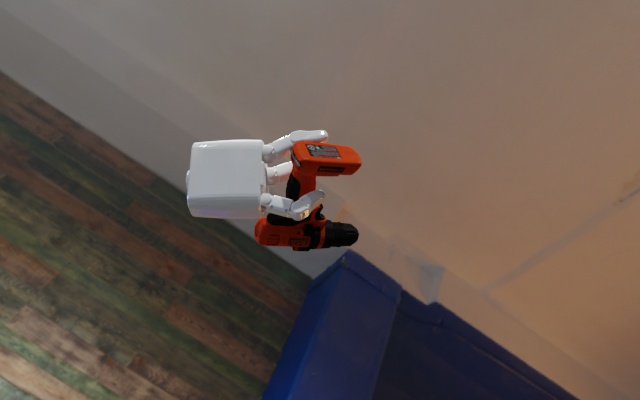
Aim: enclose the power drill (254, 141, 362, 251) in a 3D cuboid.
[{"bbox_3d":[0.000,0.002,0.762,0.184,0.188,0.057,3,35,-25],"label":"power drill"}]
